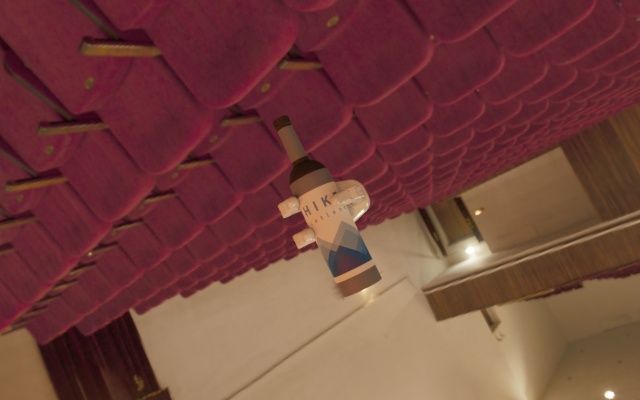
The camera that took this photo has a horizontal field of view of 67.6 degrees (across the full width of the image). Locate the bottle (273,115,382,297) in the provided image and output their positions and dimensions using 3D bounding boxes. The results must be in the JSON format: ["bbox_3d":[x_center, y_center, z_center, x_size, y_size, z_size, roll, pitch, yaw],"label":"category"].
[{"bbox_3d":[0.000,0.003,0.745,0.069,0.295,0.069,-26,-6,-3],"label":"bottle"}]
